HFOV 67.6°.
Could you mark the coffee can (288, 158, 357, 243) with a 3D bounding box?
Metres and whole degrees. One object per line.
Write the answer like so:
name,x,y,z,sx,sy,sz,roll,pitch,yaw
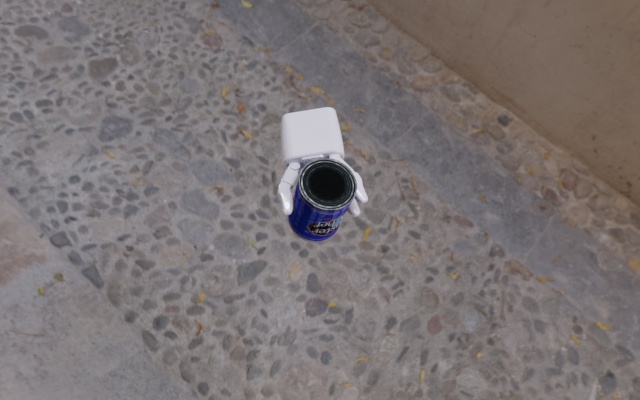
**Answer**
coffee can,0.000,0.003,0.865,0.103,0.102,0.140,0,-27,-12
